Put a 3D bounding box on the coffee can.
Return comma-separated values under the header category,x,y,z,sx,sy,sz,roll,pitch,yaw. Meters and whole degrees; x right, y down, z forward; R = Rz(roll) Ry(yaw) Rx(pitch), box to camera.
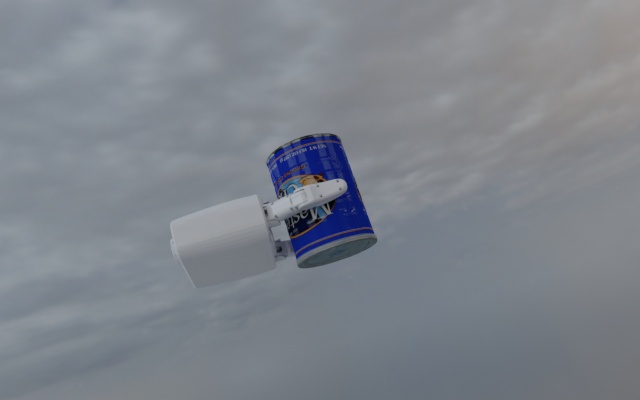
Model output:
category,x,y,z,sx,sy,sz,roll,pitch,yaw
coffee can,0.000,0.002,0.600,0.103,0.140,0.103,-17,-16,-5
